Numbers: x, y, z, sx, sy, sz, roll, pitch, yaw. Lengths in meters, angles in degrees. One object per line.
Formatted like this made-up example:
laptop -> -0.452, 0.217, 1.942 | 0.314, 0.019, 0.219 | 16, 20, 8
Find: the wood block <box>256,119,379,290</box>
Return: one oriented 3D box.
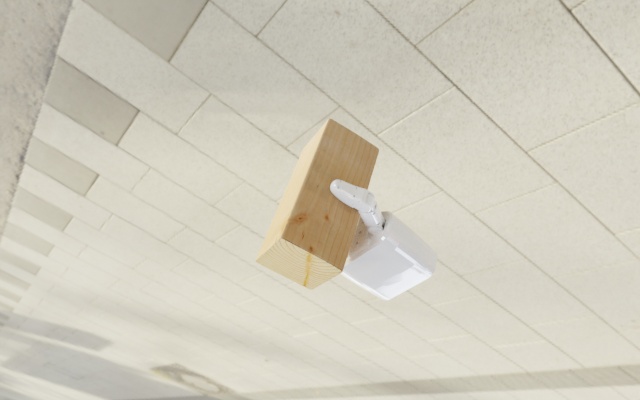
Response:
wood block -> 0.001, 0.002, 0.654 | 0.090, 0.206, 0.091 | 30, -36, -14
